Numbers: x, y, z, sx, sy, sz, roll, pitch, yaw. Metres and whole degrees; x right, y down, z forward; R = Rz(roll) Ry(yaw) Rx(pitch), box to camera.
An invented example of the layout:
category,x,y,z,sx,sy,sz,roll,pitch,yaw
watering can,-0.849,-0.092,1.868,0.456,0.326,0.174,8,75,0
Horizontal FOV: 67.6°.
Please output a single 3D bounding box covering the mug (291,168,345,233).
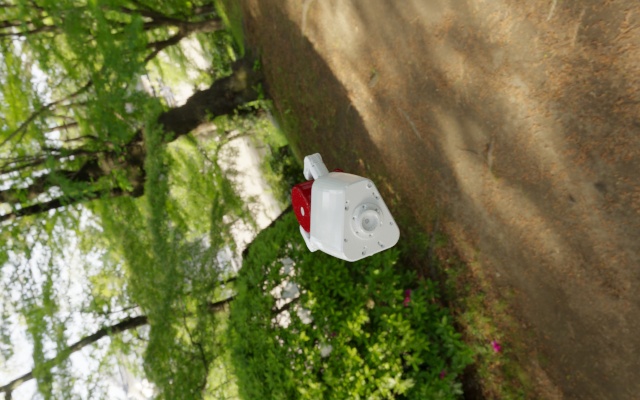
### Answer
category,x,y,z,sx,sy,sz,roll,pitch,yaw
mug,-0.001,0.002,0.785,0.081,0.093,0.117,-18,11,-20
